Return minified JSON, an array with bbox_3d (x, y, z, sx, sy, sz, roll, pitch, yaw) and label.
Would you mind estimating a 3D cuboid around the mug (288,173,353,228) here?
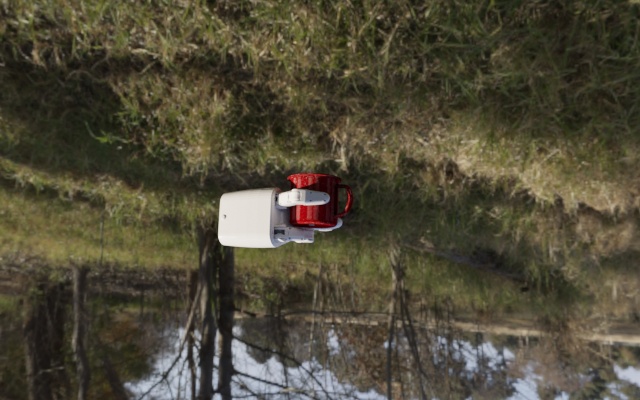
[{"bbox_3d":[0.001,0.003,0.802,0.117,0.081,0.093,-3,-10,24],"label":"mug"}]
